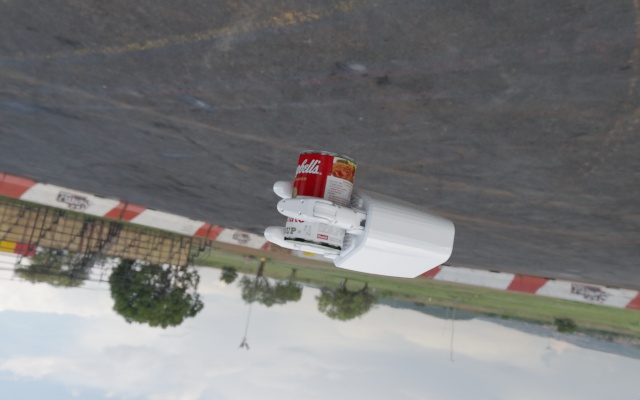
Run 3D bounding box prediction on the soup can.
[{"bbox_3d":[0.000,0.002,0.541,0.068,0.102,0.068,10,-9,2],"label":"soup can"}]
